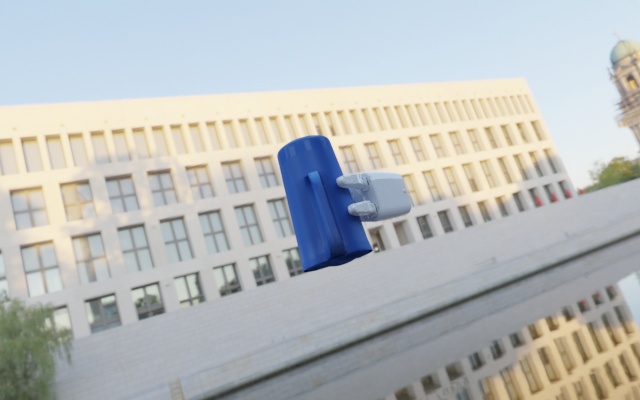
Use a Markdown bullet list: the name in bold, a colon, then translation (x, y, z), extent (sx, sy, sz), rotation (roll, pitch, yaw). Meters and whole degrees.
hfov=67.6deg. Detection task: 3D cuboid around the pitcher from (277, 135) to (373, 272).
- **pitcher**: translation (0.000, 0.003, 0.888), extent (0.145, 0.242, 0.149), rotation (-5, -17, -45)
